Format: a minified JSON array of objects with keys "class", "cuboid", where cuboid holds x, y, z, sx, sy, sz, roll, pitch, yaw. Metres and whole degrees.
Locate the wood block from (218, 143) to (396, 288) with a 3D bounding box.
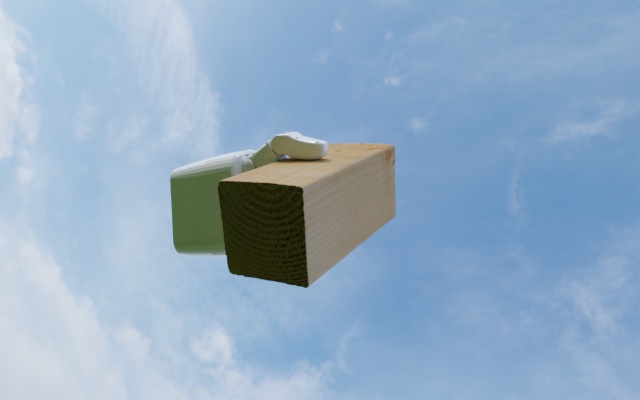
[{"class":"wood block","cuboid":[0.000,0.001,0.493,0.090,0.091,0.206,5,18,29]}]
